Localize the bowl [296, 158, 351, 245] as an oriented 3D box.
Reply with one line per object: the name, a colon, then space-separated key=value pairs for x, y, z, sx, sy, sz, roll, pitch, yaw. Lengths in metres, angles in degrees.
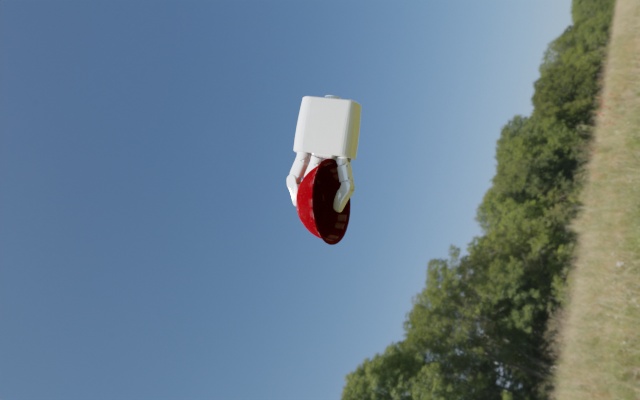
bowl: x=0.000 y=0.004 z=0.898 sx=0.055 sy=0.162 sz=0.162 roll=-3 pitch=-1 yaw=27
